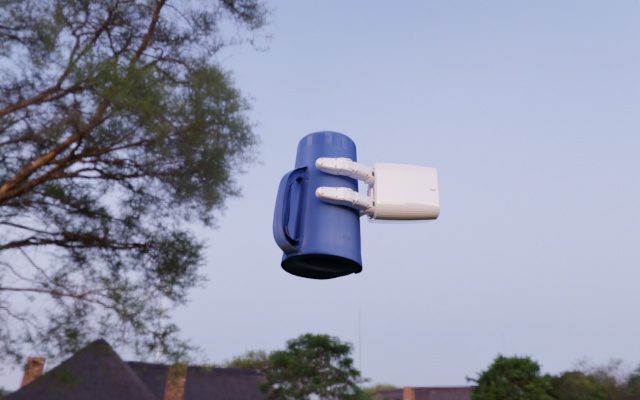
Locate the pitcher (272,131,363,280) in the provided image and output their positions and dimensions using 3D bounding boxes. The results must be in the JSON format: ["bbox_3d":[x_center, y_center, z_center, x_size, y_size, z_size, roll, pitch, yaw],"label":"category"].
[{"bbox_3d":[0.000,0.003,0.811,0.145,0.242,0.149,3,-26,-1],"label":"pitcher"}]
